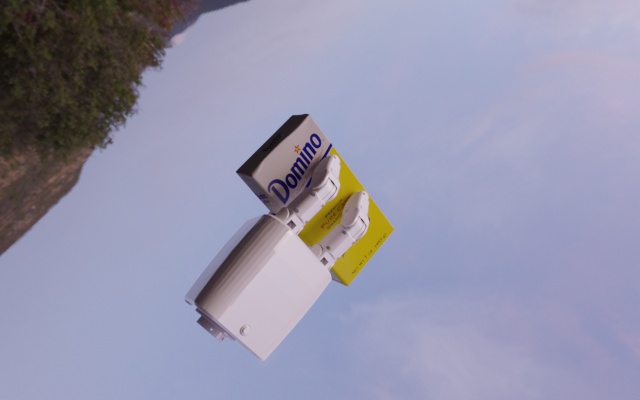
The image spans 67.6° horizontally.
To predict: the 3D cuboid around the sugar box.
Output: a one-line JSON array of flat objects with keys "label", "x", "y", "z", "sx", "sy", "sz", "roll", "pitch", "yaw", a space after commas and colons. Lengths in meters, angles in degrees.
[{"label": "sugar box", "x": 0.000, "y": 0.002, "z": 0.525, "sx": 0.176, "sy": 0.093, "sz": 0.048, "roll": 51, "pitch": -20, "yaw": -28}]
